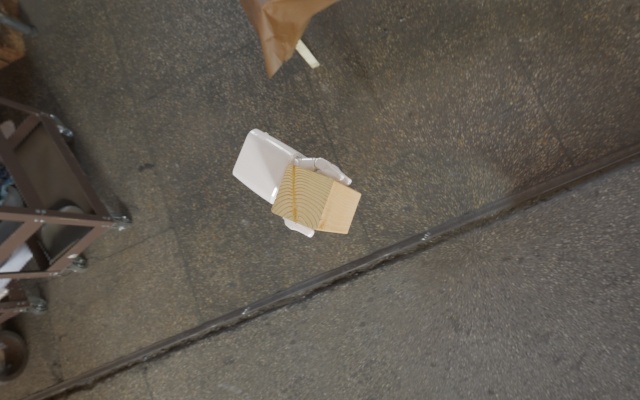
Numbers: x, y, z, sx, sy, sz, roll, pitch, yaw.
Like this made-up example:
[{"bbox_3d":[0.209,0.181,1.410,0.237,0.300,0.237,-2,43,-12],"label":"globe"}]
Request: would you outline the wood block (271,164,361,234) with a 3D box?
[{"bbox_3d":[0.000,0.003,0.887,0.090,0.091,0.206,21,1,18],"label":"wood block"}]
